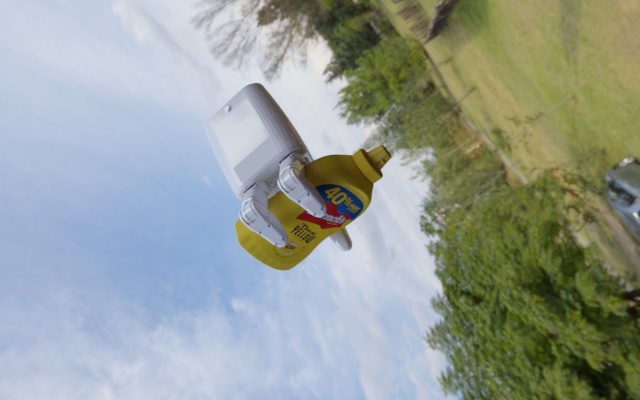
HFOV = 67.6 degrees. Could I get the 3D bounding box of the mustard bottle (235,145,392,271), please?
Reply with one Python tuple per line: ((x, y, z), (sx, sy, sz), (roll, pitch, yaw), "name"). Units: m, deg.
((0.000, 0.002, 0.547), (0.192, 0.058, 0.096), (-38, -48, 16), "mustard bottle")
